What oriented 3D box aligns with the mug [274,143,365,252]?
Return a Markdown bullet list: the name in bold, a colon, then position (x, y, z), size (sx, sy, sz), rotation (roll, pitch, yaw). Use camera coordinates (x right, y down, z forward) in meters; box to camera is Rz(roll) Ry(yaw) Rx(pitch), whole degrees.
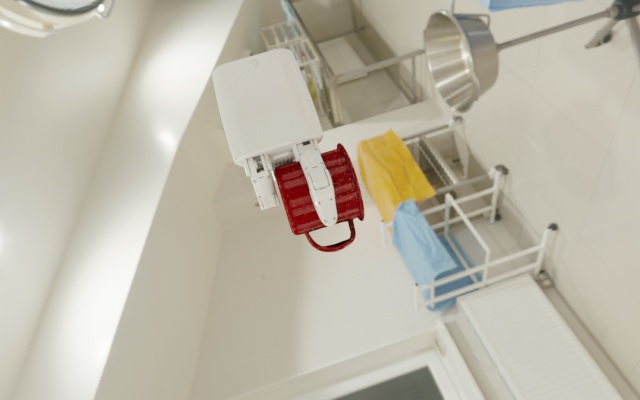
- **mug**: position (0.000, 0.003, 0.539), size (0.081, 0.117, 0.093), rotation (-17, -9, -5)
